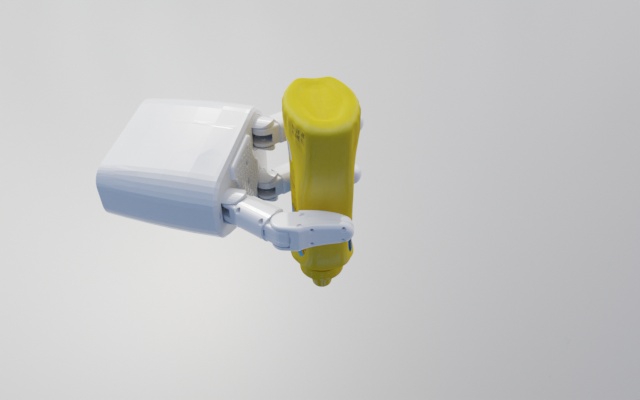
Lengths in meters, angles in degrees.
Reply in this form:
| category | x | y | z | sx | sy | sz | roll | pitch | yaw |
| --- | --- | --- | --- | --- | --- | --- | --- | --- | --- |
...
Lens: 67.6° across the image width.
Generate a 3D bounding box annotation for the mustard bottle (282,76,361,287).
| category | x | y | z | sx | sy | sz | roll | pitch | yaw |
| --- | --- | --- | --- | --- | --- | --- | --- | --- | --- |
| mustard bottle | 0.000 | 0.001 | 0.406 | 0.058 | 0.192 | 0.096 | -5 | 37 | -7 |
